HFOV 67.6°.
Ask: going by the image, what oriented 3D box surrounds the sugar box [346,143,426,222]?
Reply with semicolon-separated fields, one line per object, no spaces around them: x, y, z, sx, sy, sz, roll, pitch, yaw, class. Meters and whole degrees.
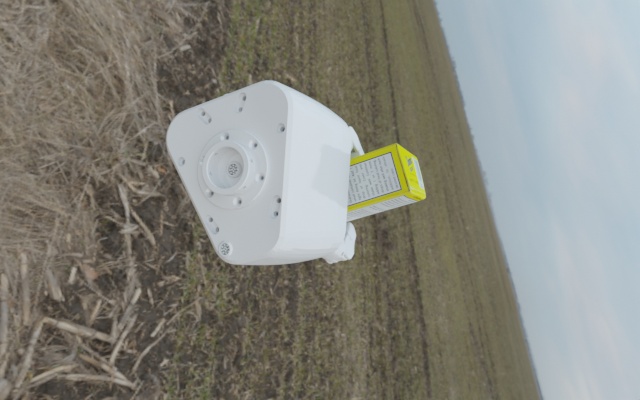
0.000;0.001;0.429;0.176;0.048;0.093;-15;-8;19;sugar box
